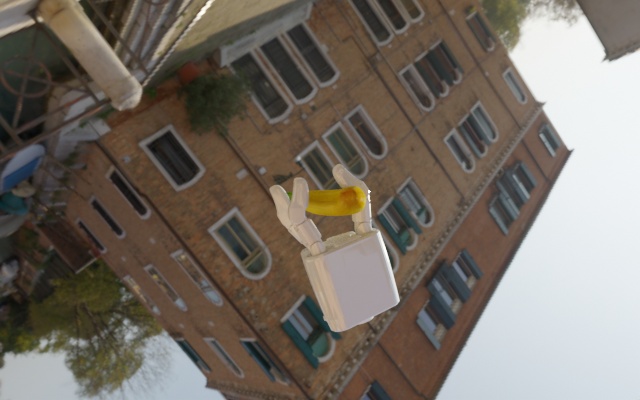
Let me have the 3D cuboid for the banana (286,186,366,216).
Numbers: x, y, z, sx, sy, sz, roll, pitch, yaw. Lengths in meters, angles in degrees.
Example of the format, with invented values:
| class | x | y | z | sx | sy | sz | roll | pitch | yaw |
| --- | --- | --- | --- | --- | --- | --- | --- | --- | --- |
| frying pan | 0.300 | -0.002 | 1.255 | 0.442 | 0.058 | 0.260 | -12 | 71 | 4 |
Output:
| class | x | y | z | sx | sy | sz | roll | pitch | yaw |
| --- | --- | --- | --- | --- | --- | --- | --- | --- | --- |
| banana | 0.015 | 0.002 | 0.636 | 0.069 | 0.037 | 0.198 | 0 | -1 | -29 |
